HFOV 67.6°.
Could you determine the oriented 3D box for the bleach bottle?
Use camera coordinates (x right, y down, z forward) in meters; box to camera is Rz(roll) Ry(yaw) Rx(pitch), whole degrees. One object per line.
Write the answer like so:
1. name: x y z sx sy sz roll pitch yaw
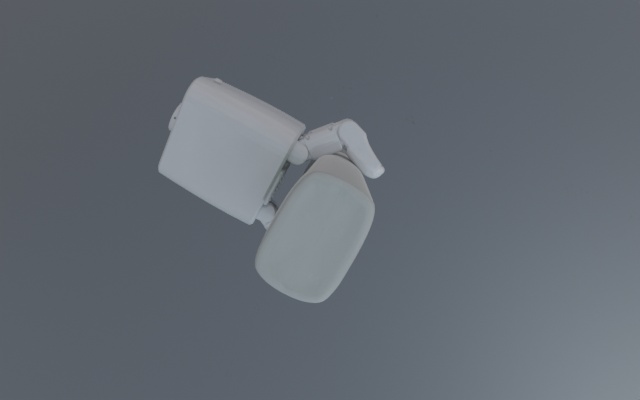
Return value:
1. bleach bottle: 0.000 0.001 0.468 0.068 0.102 0.250 29 11 -5
